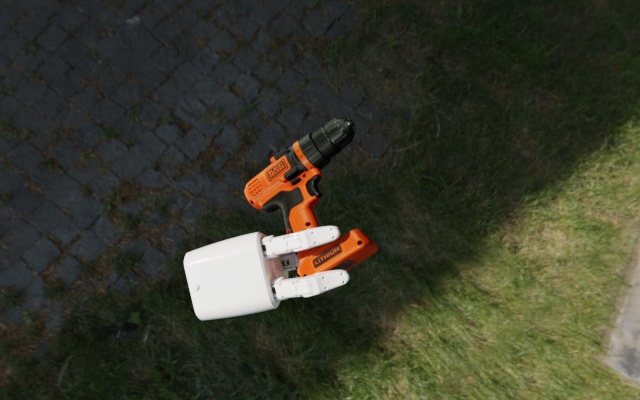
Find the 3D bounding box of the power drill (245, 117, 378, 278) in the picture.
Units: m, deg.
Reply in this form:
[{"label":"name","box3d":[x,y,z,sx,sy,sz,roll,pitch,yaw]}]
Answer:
[{"label":"power drill","box3d":[0.000,0.003,0.636,0.184,0.187,0.057,-36,-28,18]}]
